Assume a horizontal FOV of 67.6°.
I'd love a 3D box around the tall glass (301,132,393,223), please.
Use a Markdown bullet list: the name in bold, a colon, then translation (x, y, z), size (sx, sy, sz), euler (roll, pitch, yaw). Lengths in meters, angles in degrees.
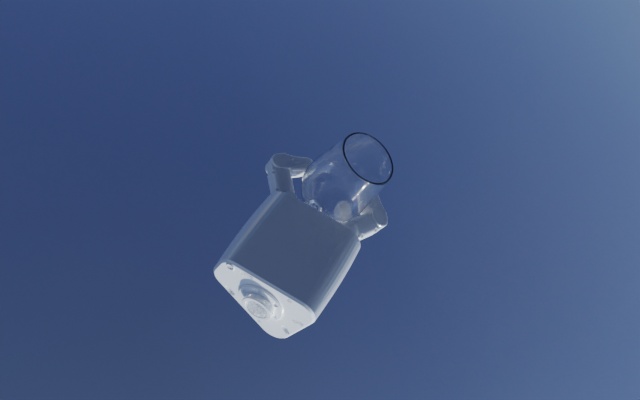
- **tall glass**: translation (0.000, 0.002, 0.555), size (0.079, 0.079, 0.201), euler (0, -27, -34)
